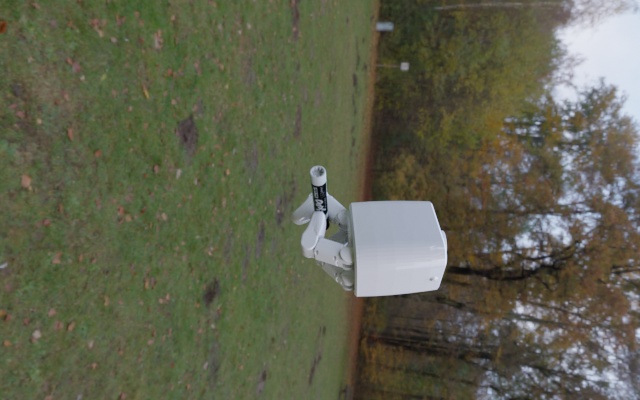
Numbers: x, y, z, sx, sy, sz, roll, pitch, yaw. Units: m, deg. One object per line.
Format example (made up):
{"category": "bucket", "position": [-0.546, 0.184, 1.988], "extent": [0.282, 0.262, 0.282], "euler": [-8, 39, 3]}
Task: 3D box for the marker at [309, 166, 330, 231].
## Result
{"category": "marker", "position": [0.000, 0.002, 0.591], "extent": [0.020, 0.020, 0.121], "euler": [0, -35, 4]}
